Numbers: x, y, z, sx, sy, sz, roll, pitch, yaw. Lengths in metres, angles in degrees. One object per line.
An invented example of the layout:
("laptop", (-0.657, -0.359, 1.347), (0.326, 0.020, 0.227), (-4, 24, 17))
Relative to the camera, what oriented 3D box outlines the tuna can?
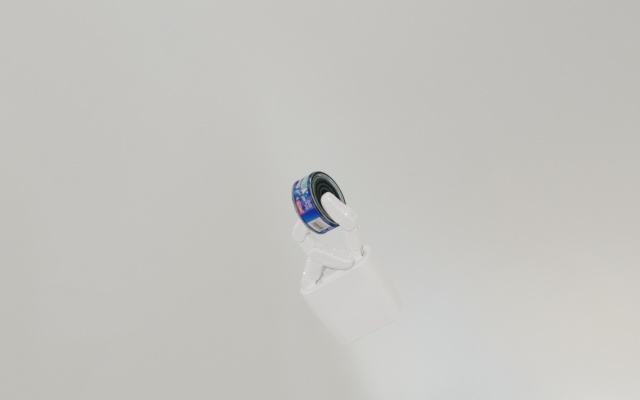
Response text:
("tuna can", (0.001, 0.002, 0.673), (0.034, 0.086, 0.086), (-28, -15, 30))
